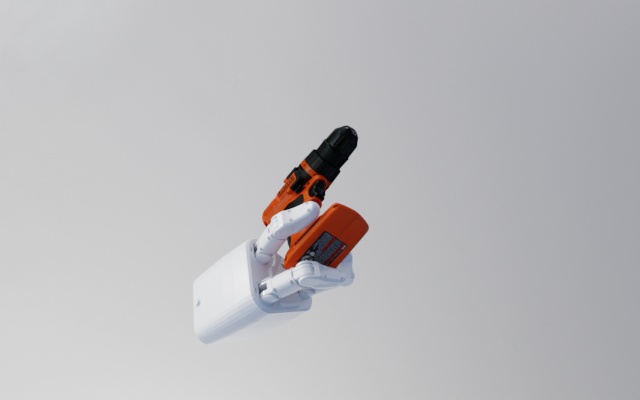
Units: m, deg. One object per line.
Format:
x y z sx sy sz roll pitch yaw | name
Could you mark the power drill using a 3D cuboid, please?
0.000 0.002 0.606 0.057 0.184 0.187 33 16 -23 | power drill
